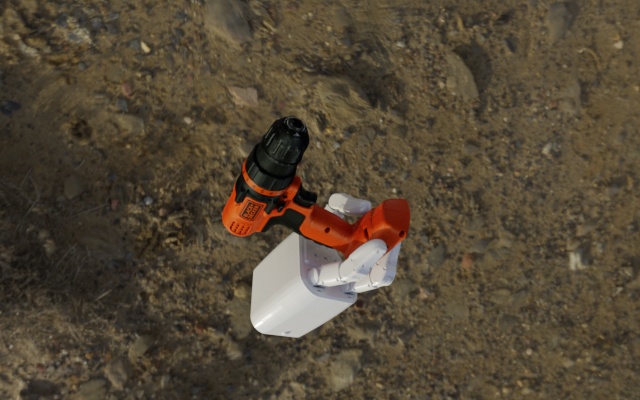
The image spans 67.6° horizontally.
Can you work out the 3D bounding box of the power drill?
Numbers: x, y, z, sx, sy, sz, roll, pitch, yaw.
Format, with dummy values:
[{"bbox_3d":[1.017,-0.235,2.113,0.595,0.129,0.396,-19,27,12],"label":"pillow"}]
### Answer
[{"bbox_3d":[0.000,0.002,0.522,0.188,0.057,0.184,23,-39,-15],"label":"power drill"}]
